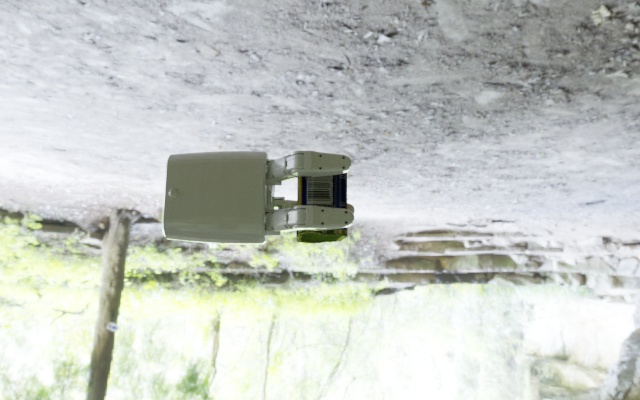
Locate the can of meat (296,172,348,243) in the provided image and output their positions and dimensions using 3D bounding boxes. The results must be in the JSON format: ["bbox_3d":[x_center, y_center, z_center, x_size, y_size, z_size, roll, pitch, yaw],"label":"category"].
[{"bbox_3d":[0.000,0.002,0.531,0.057,0.084,0.102,1,-10,-4],"label":"can of meat"}]
